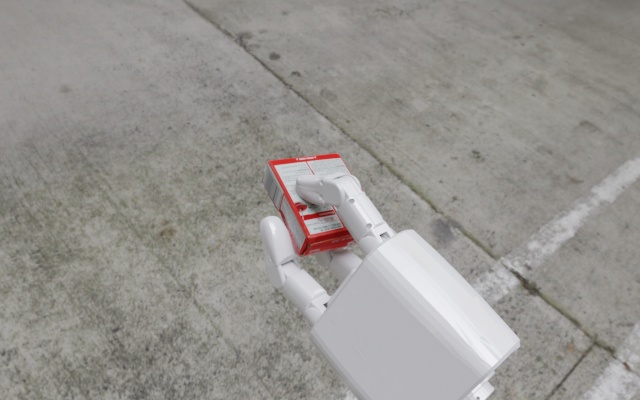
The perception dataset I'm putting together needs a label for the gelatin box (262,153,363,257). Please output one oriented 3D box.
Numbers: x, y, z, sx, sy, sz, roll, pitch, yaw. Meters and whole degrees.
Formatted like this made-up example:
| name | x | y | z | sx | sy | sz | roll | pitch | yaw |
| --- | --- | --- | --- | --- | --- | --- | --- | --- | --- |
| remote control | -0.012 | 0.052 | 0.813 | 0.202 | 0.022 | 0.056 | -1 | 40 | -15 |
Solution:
| name | x | y | z | sx | sy | sz | roll | pitch | yaw |
| --- | --- | --- | --- | --- | --- | --- | --- | --- | --- |
| gelatin box | 0.000 | 0.001 | 0.414 | 0.073 | 0.089 | 0.030 | -10 | -36 | -29 |
